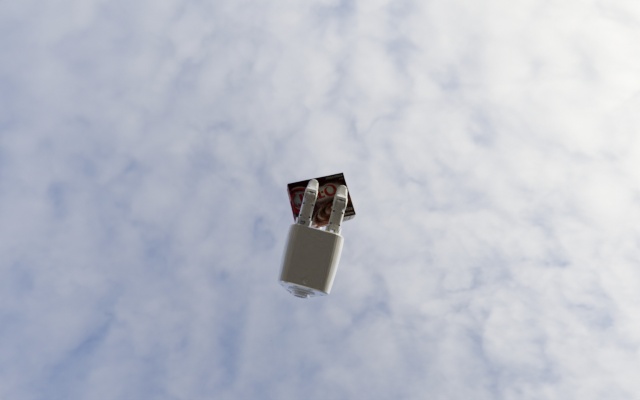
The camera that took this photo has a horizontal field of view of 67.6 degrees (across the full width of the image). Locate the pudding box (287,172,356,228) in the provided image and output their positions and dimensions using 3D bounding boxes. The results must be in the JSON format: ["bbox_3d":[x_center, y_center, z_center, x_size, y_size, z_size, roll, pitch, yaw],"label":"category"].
[{"bbox_3d":[0.000,0.003,0.900,0.113,0.090,0.039,-12,-19,-12],"label":"pudding box"}]
